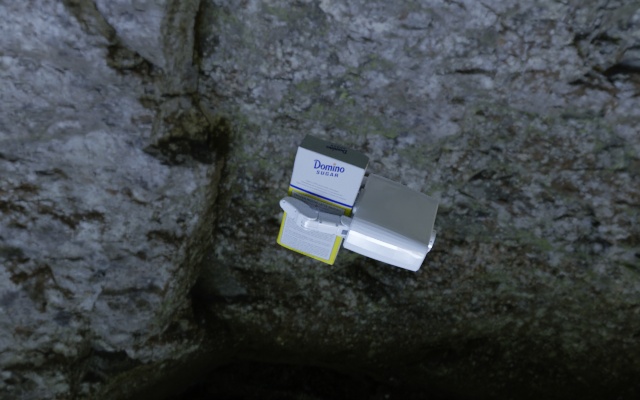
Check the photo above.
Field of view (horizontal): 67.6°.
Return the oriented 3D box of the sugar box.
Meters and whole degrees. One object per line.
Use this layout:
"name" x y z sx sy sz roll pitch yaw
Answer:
"sugar box" 0.000 0.002 0.672 0.093 0.176 0.048 20 35 5
